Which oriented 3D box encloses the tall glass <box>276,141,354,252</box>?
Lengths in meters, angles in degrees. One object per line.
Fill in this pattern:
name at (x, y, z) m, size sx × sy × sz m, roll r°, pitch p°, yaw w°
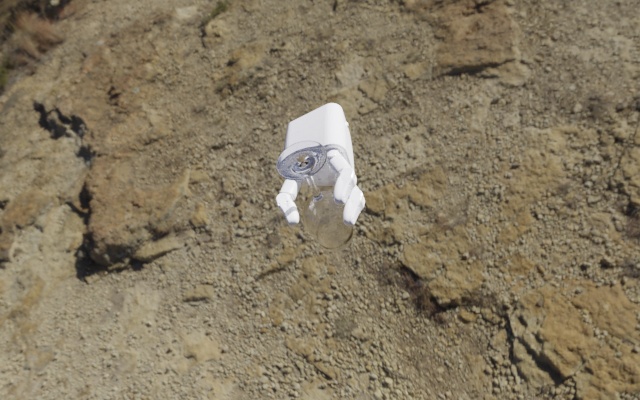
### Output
tall glass at (0.000, 0.002, 0.743) m, size 0.079 × 0.079 × 0.201 m, roll 0°, pitch -37°, yaw 20°
